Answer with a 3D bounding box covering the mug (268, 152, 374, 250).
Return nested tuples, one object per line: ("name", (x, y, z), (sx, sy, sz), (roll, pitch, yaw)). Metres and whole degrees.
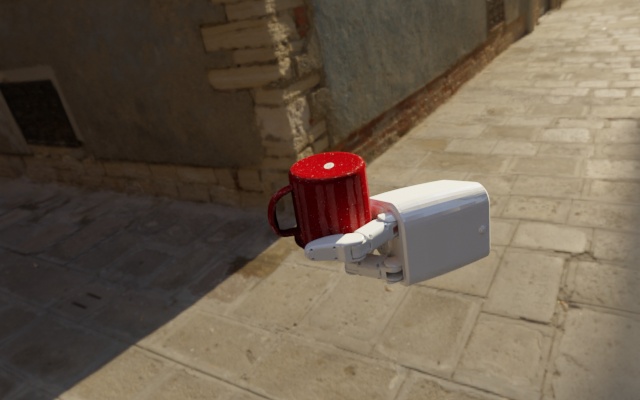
("mug", (-0.001, 0.002, 0.507), (0.117, 0.081, 0.093), (-15, 25, -13))
